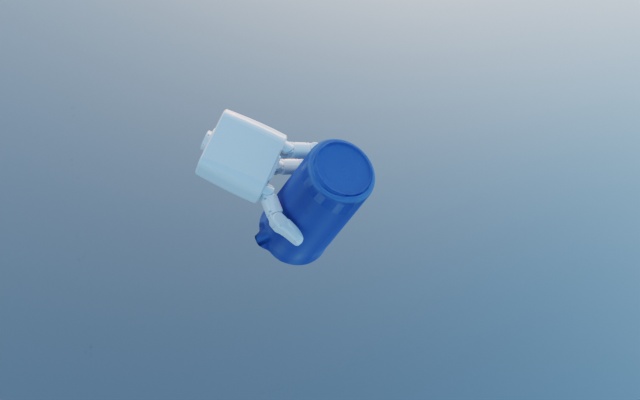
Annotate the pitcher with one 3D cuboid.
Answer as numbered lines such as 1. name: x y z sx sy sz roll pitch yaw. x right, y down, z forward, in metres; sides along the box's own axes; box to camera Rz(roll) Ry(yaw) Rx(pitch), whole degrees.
1. pitcher: 0.000 0.003 0.785 0.145 0.149 0.243 27 -33 -8
